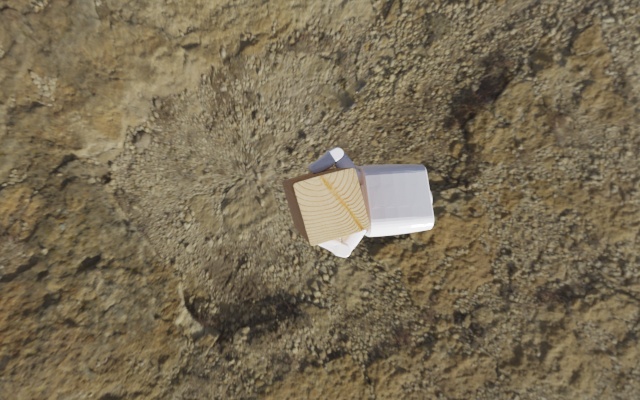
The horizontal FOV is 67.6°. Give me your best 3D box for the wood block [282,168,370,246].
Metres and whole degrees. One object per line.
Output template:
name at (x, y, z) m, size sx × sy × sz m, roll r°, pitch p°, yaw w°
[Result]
wood block at (0.000, 0.002, 0.747) m, size 0.090 × 0.091 × 0.206 m, roll -16°, pitch 5°, yaw -8°
